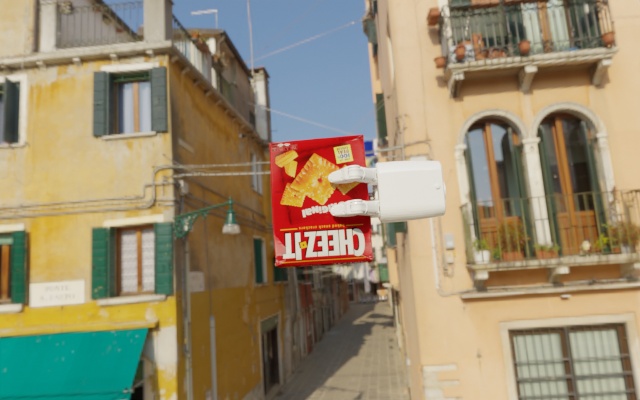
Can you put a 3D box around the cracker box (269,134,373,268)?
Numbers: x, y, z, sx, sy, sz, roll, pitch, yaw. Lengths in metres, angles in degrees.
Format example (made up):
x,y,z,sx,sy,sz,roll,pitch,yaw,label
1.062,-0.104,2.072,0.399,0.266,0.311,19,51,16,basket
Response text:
x,y,z,sx,sy,sz,roll,pitch,yaw,label
0.000,0.003,0.814,0.164,0.213,0.072,-4,-9,2,cracker box
